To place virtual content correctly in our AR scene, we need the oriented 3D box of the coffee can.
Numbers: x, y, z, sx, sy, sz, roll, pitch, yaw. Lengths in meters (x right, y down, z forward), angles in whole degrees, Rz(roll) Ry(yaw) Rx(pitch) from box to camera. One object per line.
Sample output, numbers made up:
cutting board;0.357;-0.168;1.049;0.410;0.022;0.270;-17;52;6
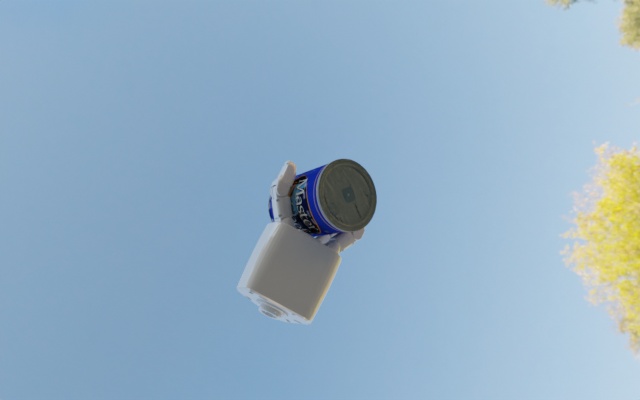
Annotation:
coffee can;0.000;0.002;0.715;0.103;0.103;0.140;0;-9;-35
